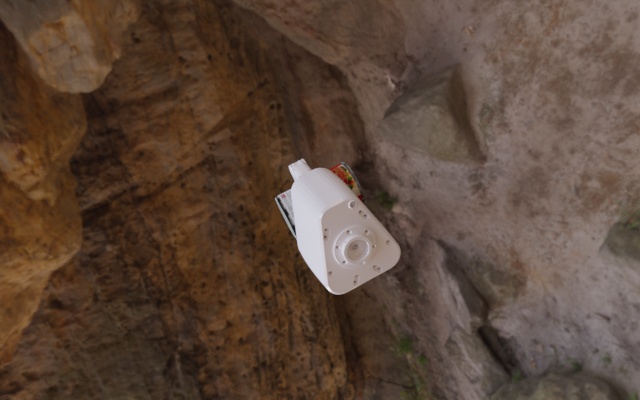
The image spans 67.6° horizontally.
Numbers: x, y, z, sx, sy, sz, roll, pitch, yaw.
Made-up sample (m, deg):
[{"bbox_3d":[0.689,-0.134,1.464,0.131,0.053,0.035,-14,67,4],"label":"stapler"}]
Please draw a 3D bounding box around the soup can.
[{"bbox_3d":[0.000,0.002,0.630,0.102,0.068,0.068,-28,4,-7],"label":"soup can"}]
